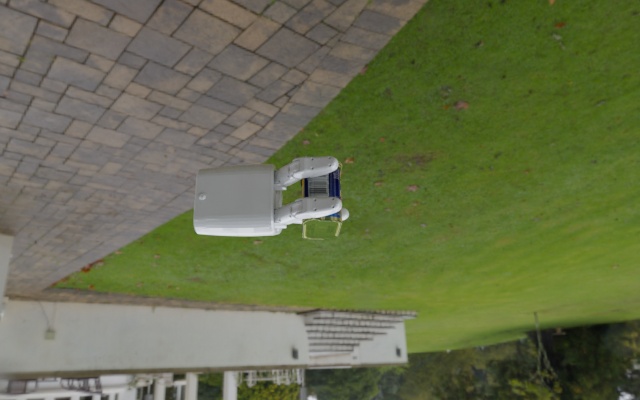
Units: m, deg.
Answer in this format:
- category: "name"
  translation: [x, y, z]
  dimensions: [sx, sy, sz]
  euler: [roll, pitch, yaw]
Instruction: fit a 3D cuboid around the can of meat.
- category: "can of meat"
  translation: [0.000, 0.002, 0.657]
  dimensions: [0.057, 0.084, 0.102]
  euler: [0, -19, -2]
